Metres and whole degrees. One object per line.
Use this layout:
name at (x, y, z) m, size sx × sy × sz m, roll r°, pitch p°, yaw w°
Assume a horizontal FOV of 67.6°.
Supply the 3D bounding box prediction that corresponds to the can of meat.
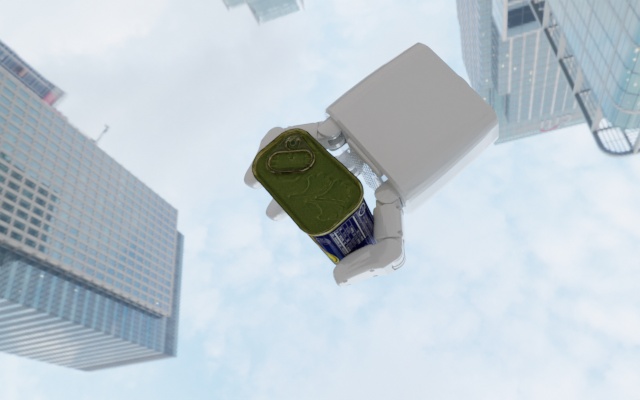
can of meat at (0.000, 0.002, 0.402) m, size 0.102 × 0.057 × 0.084 m, roll 46°, pitch -6°, yaw 33°
